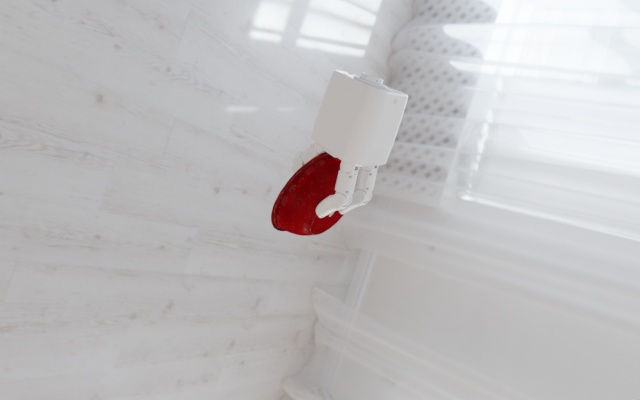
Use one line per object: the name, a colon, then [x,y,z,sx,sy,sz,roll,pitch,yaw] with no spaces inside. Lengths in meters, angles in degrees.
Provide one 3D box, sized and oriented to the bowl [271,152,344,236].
bowl: [0.000,0.004,0.757,0.055,0.162,0.162,43,20,24]
